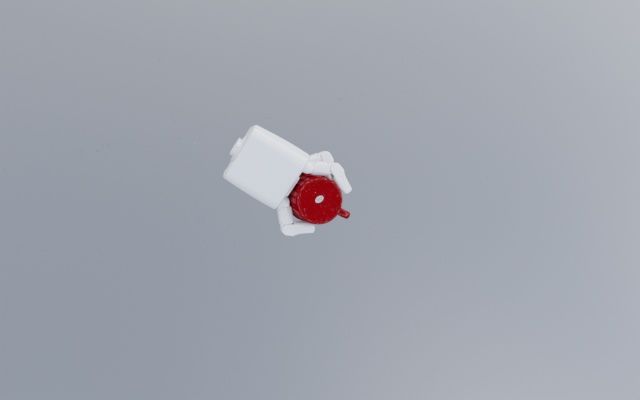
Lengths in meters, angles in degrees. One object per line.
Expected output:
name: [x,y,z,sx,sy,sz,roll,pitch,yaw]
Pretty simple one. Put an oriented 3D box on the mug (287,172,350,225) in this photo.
mug: [0.001,0.004,0.839,0.117,0.093,0.081,30,-1,-15]
